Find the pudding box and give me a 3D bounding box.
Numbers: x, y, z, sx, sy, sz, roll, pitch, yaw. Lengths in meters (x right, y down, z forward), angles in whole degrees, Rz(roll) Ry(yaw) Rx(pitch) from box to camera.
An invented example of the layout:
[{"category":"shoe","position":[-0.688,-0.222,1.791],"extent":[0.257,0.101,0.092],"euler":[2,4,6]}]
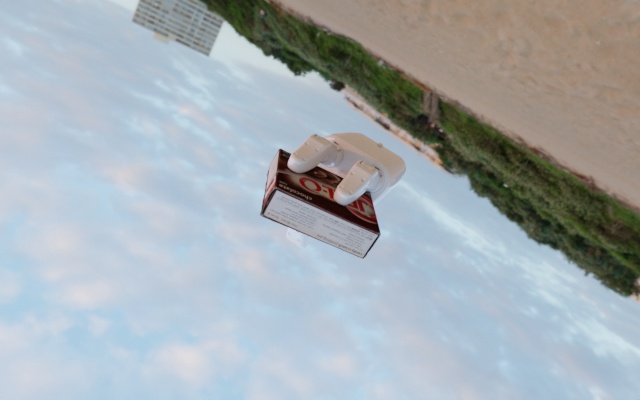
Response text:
[{"category":"pudding box","position":[0.000,0.002,0.475],"extent":[0.113,0.039,0.090],"euler":[22,25,-13]}]
